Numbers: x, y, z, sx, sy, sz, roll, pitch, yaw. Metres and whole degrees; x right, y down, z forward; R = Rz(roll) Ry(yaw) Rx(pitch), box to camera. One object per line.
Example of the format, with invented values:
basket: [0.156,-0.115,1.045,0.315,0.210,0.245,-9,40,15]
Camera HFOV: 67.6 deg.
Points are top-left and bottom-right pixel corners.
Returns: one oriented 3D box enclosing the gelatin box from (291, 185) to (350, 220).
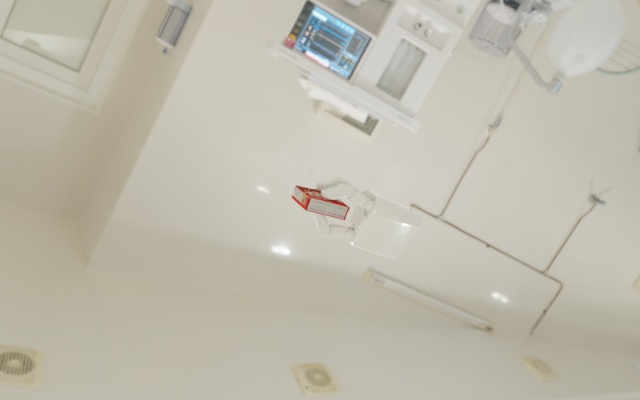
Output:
gelatin box: [0.000,0.003,0.896,0.089,0.030,0.073,14,13,-29]
